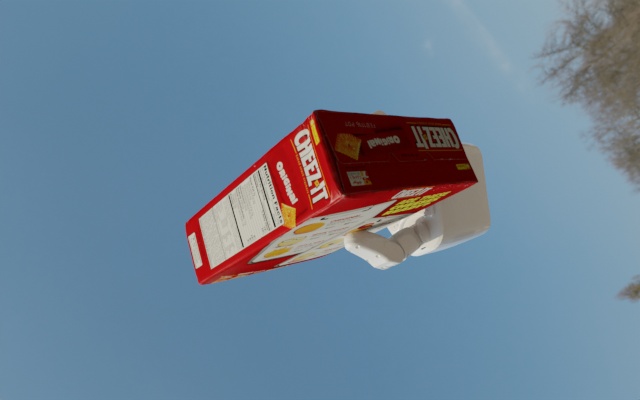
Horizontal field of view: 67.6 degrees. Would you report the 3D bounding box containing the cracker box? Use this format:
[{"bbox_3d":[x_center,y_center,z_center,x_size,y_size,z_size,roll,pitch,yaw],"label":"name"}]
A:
[{"bbox_3d":[0.000,0.002,0.426,0.164,0.072,0.214,-7,-18,-42],"label":"cracker box"}]
